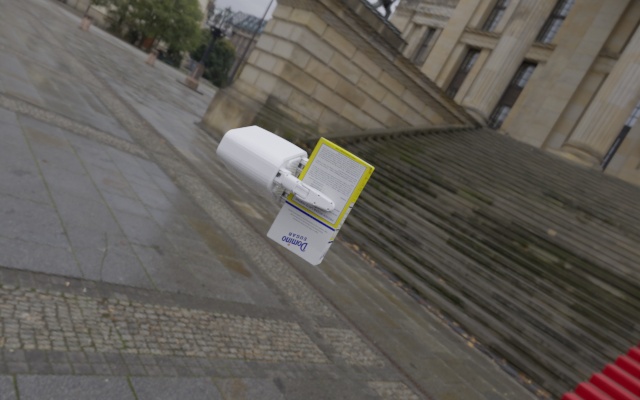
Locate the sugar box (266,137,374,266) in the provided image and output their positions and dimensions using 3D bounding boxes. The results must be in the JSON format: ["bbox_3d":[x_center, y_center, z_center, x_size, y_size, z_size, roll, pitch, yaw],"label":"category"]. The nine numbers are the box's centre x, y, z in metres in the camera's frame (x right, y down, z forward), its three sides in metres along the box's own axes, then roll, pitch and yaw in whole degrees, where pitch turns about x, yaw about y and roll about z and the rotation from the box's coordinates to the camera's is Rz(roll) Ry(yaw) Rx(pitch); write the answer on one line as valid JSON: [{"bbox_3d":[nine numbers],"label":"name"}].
[{"bbox_3d":[0.000,0.002,0.741,0.093,0.176,0.048,31,7,12],"label":"sugar box"}]
